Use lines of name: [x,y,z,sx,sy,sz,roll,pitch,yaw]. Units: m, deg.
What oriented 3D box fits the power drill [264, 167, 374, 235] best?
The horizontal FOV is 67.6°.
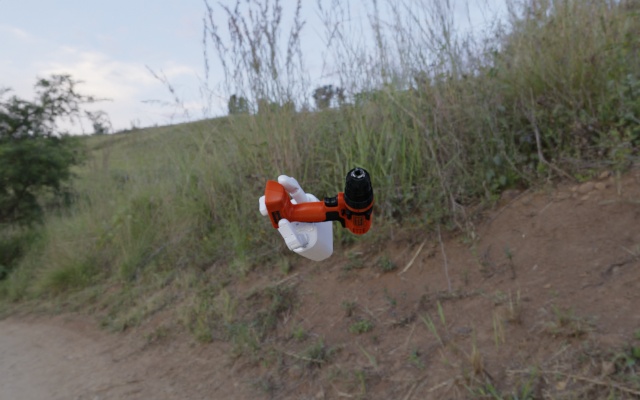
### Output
power drill: [0.000,0.003,0.843,0.187,0.057,0.185,2,-33,7]
